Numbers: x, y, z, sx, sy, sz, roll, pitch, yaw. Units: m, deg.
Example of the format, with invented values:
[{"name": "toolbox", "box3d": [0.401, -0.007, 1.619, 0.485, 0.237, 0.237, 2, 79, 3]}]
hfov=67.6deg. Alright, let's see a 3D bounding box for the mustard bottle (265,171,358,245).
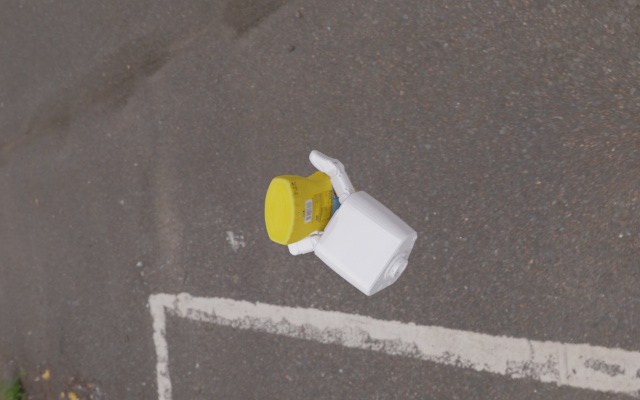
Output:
[{"name": "mustard bottle", "box3d": [0.000, 0.002, 0.733, 0.058, 0.096, 0.191, 11, 15, 37]}]
